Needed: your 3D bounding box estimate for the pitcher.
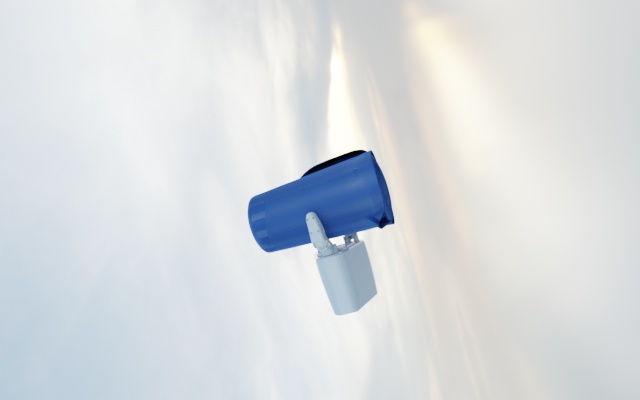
[{"bbox_3d":[0.000,0.003,0.846,0.243,0.145,0.149,-17,2,12],"label":"pitcher"}]
